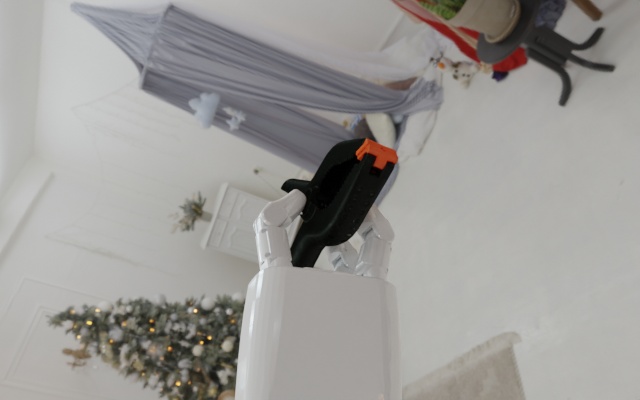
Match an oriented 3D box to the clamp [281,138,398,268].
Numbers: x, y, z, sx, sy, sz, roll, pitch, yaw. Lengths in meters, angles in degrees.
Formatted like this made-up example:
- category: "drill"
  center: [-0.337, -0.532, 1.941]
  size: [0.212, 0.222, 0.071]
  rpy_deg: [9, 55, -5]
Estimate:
- category: "clamp"
  center: [0.000, 0.001, 0.447]
  size: [0.036, 0.164, 0.210]
  rpy_deg: [18, -42, -21]
